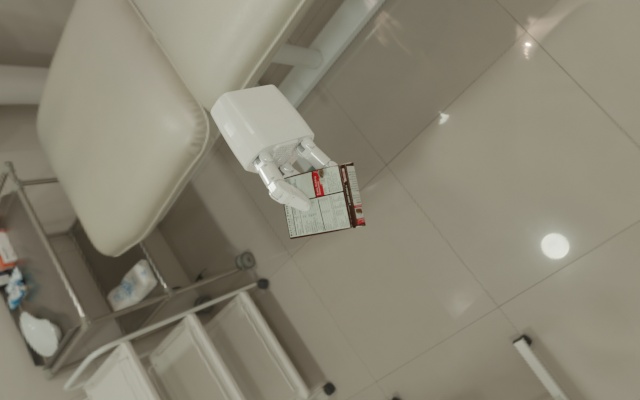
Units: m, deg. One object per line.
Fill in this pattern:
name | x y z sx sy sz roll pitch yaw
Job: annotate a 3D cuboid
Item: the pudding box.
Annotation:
pudding box | 0.000 0.002 0.665 0.113 0.090 0.039 -12 -1 37
